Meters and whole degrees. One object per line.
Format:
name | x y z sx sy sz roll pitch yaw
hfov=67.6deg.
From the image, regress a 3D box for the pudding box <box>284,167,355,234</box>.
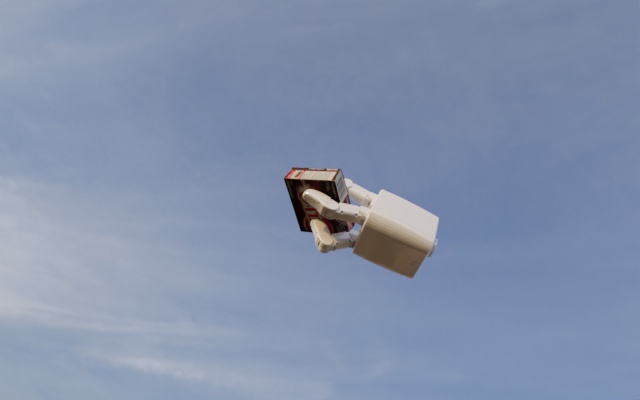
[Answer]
pudding box | 0.000 0.002 0.764 0.090 0.114 0.039 3 36 26
